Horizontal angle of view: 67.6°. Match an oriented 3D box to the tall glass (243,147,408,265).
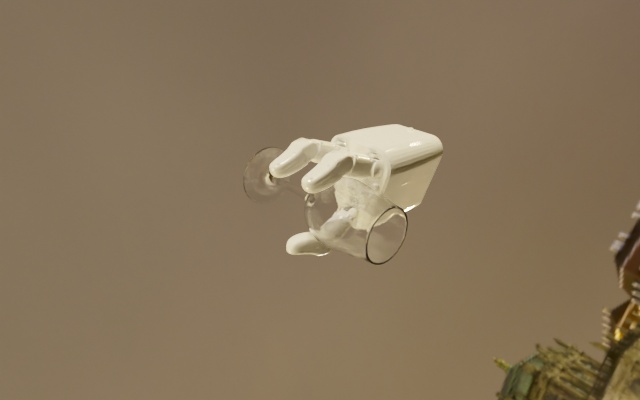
[{"bbox_3d":[0.000,0.002,0.532,0.079,0.079,0.201,0,20,-44],"label":"tall glass"}]
